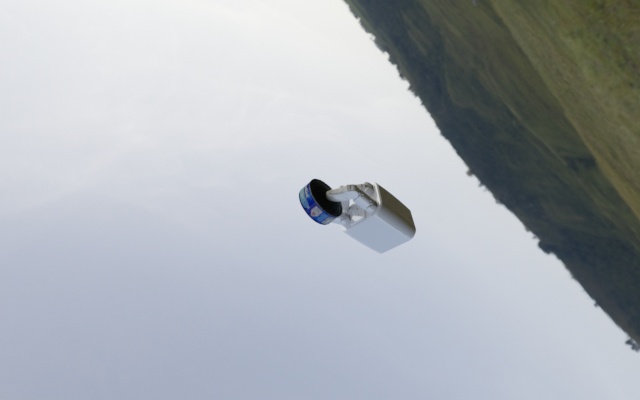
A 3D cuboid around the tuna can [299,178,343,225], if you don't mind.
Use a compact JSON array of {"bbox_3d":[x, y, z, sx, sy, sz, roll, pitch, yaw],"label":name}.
[{"bbox_3d":[0.000,0.003,0.893,0.034,0.086,0.086,-39,-20,27],"label":"tuna can"}]
